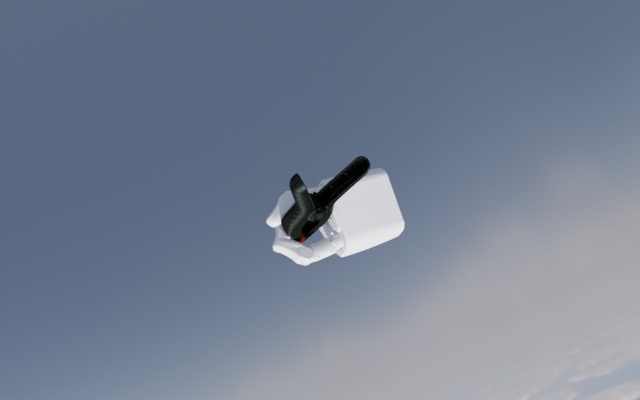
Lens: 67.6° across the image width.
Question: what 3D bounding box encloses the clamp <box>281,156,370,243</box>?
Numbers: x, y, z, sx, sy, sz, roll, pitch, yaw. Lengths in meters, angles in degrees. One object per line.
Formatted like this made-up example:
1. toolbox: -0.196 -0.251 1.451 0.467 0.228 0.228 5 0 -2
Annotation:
1. clamp: 0.000 0.003 0.650 0.120 0.039 0.172 -16 -24 -23
